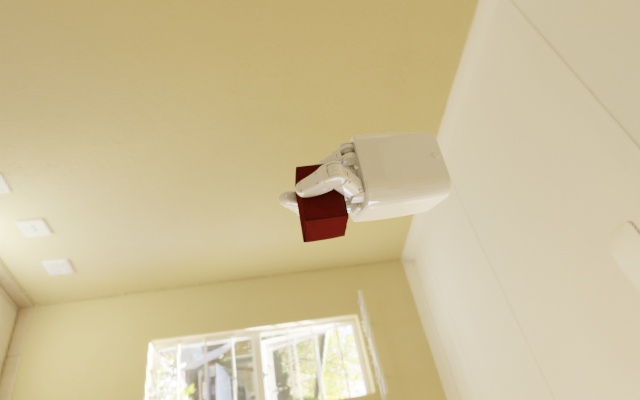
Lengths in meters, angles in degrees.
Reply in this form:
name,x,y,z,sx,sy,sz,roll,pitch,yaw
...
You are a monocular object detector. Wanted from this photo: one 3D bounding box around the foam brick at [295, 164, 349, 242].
name,x,y,z,sx,sy,sz,roll,pitch,yaw
foam brick,0.000,0.002,0.569,0.051,0.078,0.053,-6,-31,-8
